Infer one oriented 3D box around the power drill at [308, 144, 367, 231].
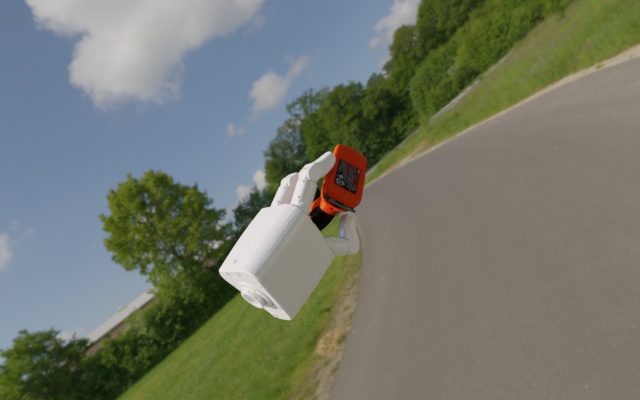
[{"bbox_3d":[0.000,0.002,0.732,0.057,0.184,0.188,25,-45,-13],"label":"power drill"}]
